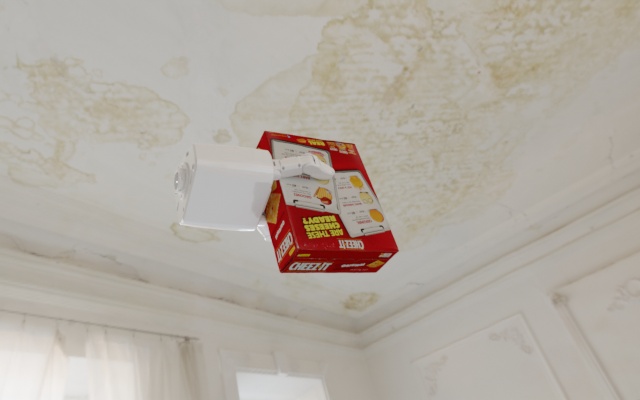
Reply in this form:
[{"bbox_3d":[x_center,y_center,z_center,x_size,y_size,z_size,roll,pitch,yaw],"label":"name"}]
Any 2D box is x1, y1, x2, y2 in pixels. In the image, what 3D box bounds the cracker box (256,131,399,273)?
[{"bbox_3d":[0.000,0.002,0.709,0.164,0.213,0.072,4,-40,-29],"label":"cracker box"}]
